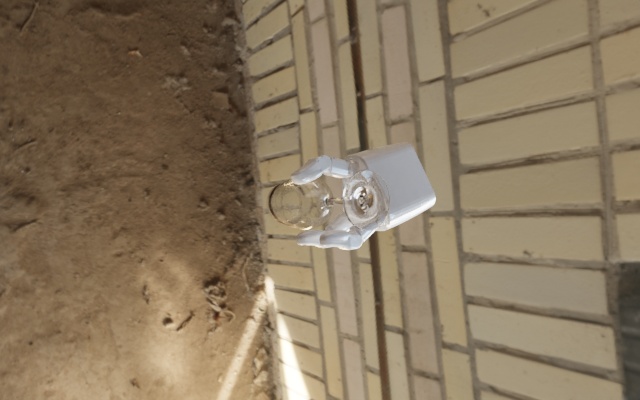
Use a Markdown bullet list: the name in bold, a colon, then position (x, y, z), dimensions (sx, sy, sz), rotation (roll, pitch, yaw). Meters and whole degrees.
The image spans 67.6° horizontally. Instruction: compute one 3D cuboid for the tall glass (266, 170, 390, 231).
- **tall glass**: position (0.000, 0.002, 0.656), dimensions (0.079, 0.079, 0.201), rotation (0, -1, -35)
